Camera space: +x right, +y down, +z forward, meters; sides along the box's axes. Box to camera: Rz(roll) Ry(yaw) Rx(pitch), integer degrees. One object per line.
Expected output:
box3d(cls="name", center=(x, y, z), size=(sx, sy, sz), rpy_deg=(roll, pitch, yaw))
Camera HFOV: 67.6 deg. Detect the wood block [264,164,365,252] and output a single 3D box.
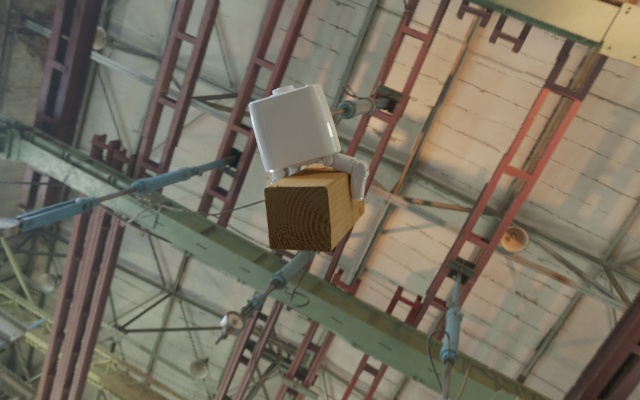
box3d(cls="wood block", center=(0.000, 0.002, 0.722), size=(0.091, 0.090, 0.206), rpy_deg=(0, 13, 18))
